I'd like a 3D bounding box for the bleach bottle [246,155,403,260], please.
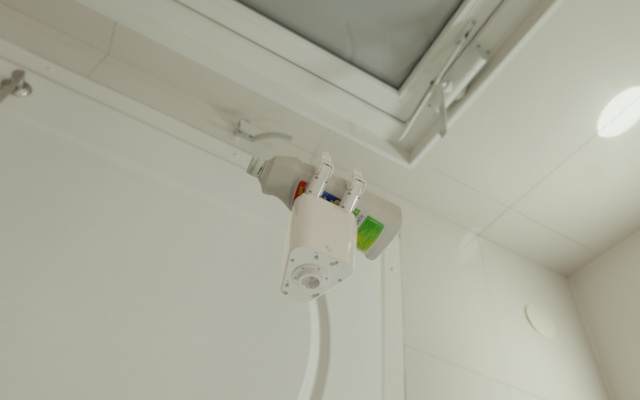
[{"bbox_3d":[0.000,0.002,0.752,0.251,0.103,0.068,25,34,-14],"label":"bleach bottle"}]
